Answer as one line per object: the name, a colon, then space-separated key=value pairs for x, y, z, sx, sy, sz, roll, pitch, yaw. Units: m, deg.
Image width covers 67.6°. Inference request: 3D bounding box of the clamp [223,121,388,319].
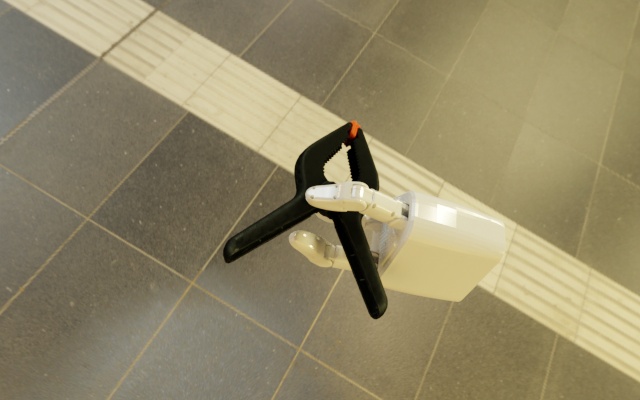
clamp: x=0.001 y=0.001 z=0.489 sx=0.164 sy=0.209 sz=0.036 roll=17 pitch=-29 yaw=-13
